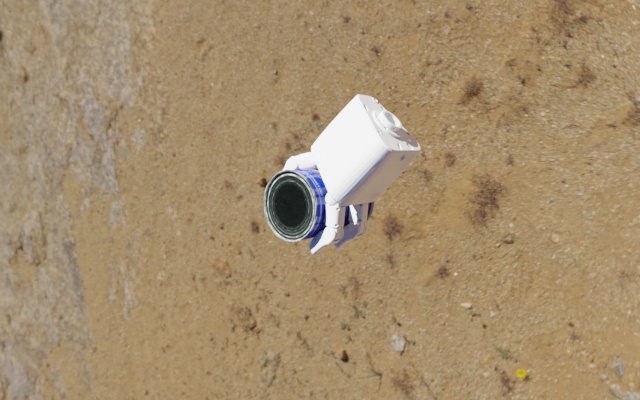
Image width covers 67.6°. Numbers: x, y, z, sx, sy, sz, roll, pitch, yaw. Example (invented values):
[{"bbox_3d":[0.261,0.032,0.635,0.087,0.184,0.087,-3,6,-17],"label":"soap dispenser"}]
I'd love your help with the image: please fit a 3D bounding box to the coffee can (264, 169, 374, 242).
[{"bbox_3d":[0.000,0.002,0.721,0.103,0.103,0.140,0,5,40],"label":"coffee can"}]
